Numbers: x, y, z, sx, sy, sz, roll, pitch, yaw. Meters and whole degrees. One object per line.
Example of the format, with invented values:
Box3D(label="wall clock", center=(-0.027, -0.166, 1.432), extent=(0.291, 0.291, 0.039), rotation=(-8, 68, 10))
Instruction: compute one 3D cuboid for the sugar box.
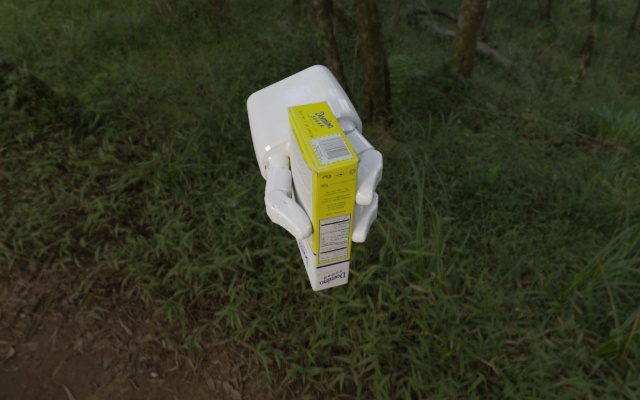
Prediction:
Box3D(label="sugar box", center=(0.001, 0.001, 0.479), extent=(0.048, 0.093, 0.176), rotation=(-13, -42, -10))
